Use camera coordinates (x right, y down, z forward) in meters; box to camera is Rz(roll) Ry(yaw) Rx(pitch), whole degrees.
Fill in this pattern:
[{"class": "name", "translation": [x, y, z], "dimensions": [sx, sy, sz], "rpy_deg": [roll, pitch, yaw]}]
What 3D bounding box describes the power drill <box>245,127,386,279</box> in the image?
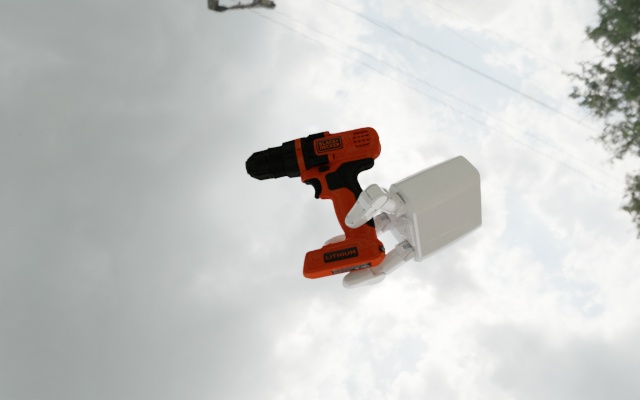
[{"class": "power drill", "translation": [0.000, 0.002, 0.618], "dimensions": [0.184, 0.187, 0.057], "rpy_deg": [-12, -16, 7]}]
